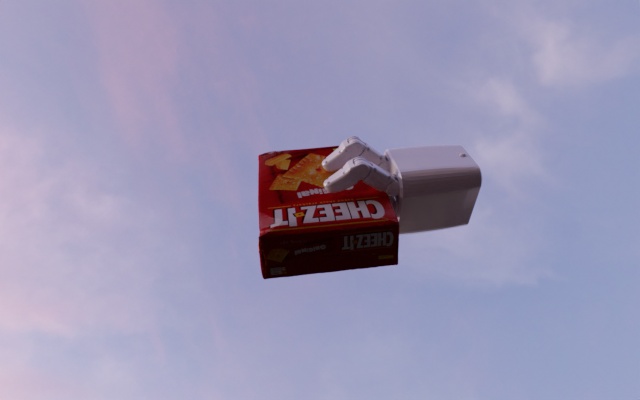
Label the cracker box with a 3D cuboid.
[{"bbox_3d":[0.000,0.002,0.635,0.164,0.072,0.213,-6,32,-4],"label":"cracker box"}]
